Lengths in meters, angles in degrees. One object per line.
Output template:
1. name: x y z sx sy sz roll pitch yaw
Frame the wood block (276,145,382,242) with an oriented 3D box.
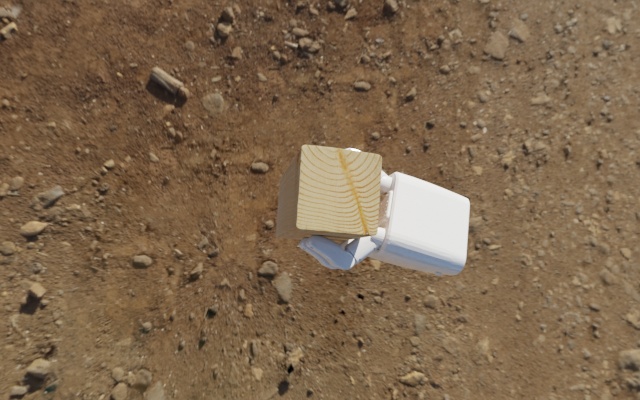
1. wood block: 0.001 0.002 0.598 0.090 0.091 0.206 6 -8 -11
